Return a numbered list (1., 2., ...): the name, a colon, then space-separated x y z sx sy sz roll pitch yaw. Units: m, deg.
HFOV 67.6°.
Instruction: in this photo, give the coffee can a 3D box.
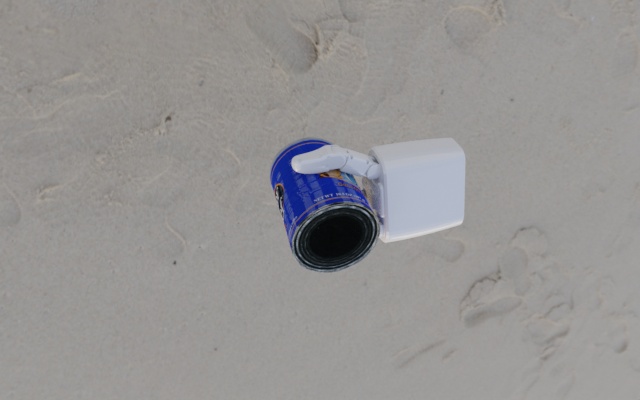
1. coffee can: 0.000 0.002 0.579 0.103 0.103 0.140 0 37 -19
